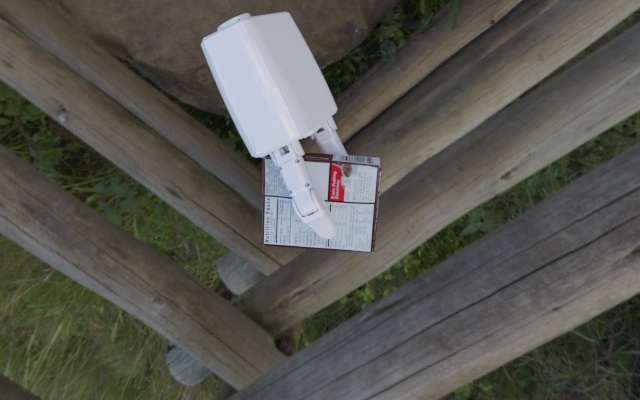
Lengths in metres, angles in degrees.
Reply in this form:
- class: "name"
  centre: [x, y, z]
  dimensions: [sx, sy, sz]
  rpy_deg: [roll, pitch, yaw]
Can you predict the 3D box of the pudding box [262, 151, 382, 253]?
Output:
- class: "pudding box"
  centre: [0.000, 0.002, 0.465]
  dimensions: [0.113, 0.090, 0.039]
  rpy_deg: [5, 16, 5]
